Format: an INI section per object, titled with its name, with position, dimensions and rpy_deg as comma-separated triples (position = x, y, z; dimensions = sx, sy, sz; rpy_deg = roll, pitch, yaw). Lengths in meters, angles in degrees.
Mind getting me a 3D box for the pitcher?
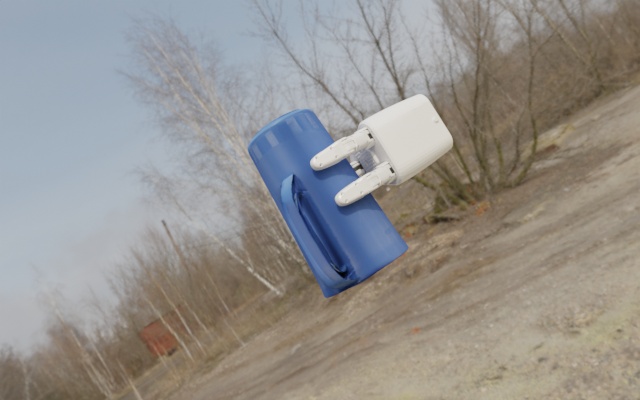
[pitcher]
position = 0.000, 0.002, 0.648
dimensions = 0.145, 0.243, 0.149
rpy_deg = -30, -4, -20
